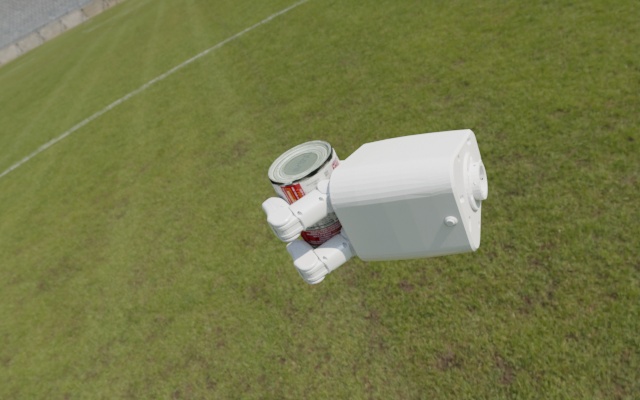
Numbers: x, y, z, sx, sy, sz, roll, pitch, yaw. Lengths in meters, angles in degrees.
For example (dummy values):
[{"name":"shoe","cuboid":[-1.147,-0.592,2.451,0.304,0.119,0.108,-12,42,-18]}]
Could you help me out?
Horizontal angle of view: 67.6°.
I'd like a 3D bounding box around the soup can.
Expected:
[{"name":"soup can","cuboid":[0.000,0.001,0.469,0.068,0.102,0.068,-19,32,13]}]
